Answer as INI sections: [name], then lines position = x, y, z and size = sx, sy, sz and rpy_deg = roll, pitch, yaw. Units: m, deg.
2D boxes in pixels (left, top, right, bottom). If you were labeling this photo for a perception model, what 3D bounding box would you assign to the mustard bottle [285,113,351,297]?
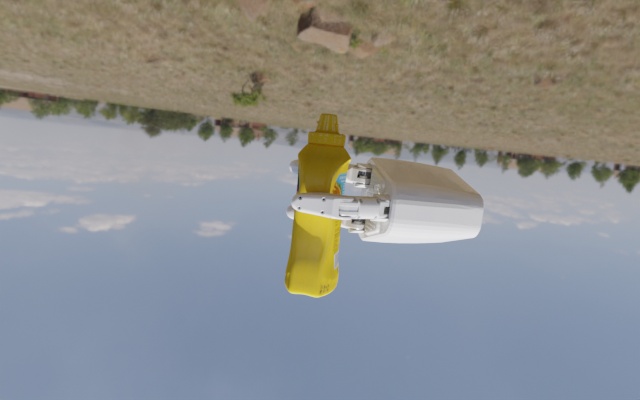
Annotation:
[mustard bottle]
position = 0.000, 0.002, 0.525
size = 0.058, 0.191, 0.096
rpy_deg = 8, 7, 11
